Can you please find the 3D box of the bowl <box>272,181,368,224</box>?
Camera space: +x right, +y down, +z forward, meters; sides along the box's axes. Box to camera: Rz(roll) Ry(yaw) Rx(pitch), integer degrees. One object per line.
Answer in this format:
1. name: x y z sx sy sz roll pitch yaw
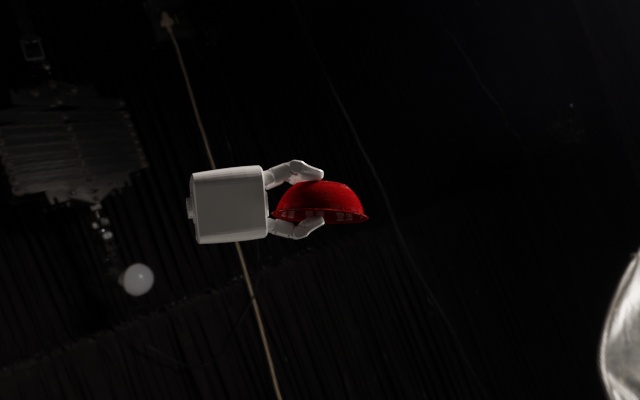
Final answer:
1. bowl: 0.001 0.002 0.802 0.162 0.055 0.162 3 -10 0
